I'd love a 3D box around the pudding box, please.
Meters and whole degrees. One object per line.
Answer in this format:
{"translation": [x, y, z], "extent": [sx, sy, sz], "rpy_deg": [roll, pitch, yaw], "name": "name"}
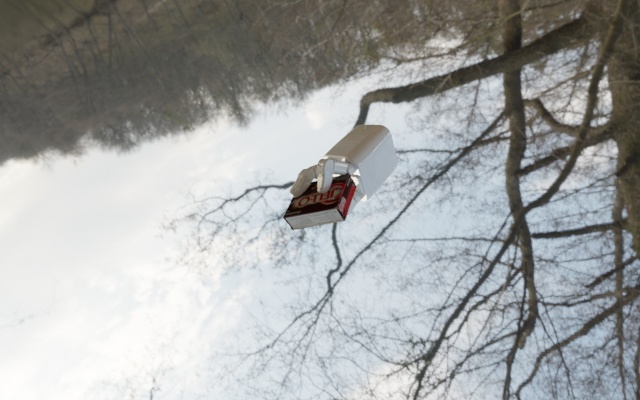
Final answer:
{"translation": [0.000, 0.003, 0.844], "extent": [0.113, 0.039, 0.090], "rpy_deg": [-14, 35, 31], "name": "pudding box"}
